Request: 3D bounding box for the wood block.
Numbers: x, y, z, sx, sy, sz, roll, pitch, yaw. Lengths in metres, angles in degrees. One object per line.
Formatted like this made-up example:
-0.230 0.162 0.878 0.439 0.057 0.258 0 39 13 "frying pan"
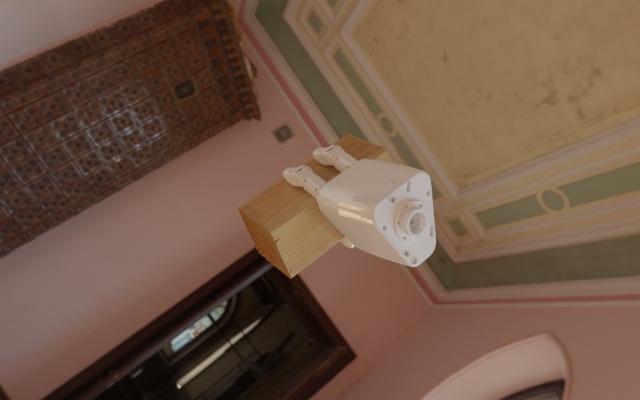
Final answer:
0.001 0.003 0.683 0.206 0.091 0.090 -35 39 -22 "wood block"
